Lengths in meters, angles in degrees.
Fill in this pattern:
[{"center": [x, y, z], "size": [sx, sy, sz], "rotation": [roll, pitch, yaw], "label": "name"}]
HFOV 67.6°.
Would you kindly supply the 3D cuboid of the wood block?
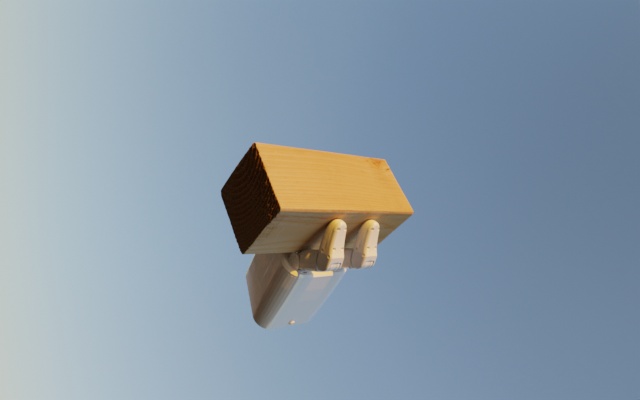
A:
[{"center": [0.000, 0.002, 0.575], "size": [0.206, 0.090, 0.090], "rotation": [2, -38, -41], "label": "wood block"}]
